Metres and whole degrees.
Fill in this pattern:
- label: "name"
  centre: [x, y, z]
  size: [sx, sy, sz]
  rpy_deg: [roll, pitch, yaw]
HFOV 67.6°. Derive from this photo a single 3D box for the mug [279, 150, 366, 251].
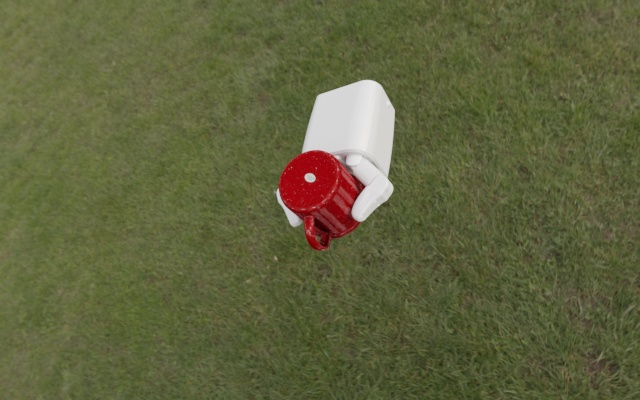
- label: "mug"
  centre: [0.000, 0.003, 0.577]
  size: [0.093, 0.117, 0.081]
  rpy_deg: [-1, -23, 26]
